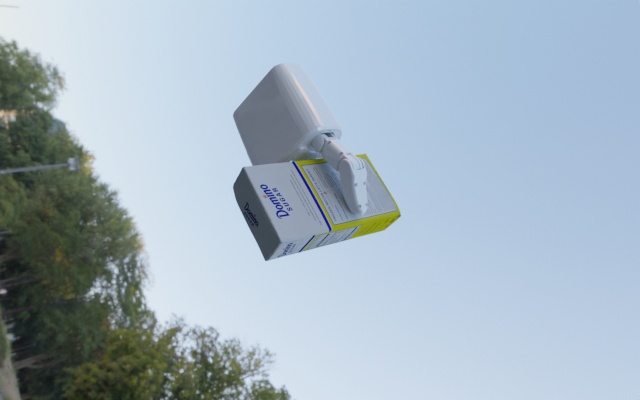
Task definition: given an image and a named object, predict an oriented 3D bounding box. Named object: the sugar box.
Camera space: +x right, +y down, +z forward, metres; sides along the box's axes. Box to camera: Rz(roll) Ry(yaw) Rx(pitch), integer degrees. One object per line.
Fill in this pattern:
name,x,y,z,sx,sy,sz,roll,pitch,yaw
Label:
sugar box,0.000,0.002,0.526,0.176,0.093,0.048,-11,-28,-37
